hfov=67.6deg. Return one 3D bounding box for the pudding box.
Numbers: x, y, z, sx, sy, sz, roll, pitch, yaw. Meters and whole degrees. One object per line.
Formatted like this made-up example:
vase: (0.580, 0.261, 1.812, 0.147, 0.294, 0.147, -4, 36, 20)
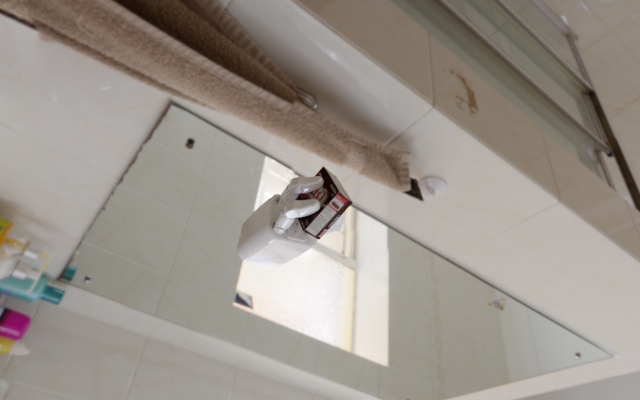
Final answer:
pudding box: (0.000, 0.003, 0.816, 0.039, 0.090, 0.113, 34, 13, -28)
